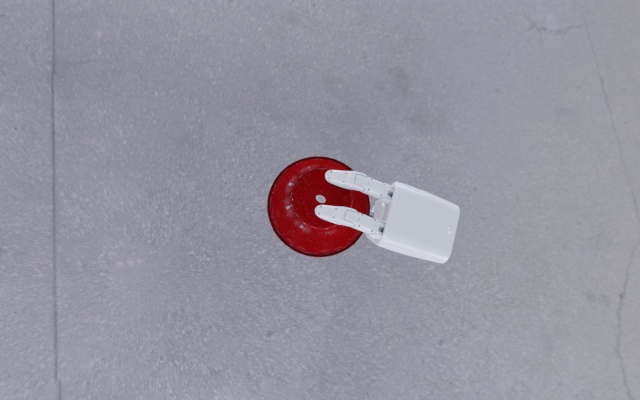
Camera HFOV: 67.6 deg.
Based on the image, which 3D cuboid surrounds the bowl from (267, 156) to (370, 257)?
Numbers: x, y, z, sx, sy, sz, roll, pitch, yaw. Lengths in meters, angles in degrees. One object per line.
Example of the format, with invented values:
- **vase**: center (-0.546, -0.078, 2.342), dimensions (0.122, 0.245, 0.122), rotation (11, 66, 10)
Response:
- **bowl**: center (-0.001, 0.002, 0.719), dimensions (0.162, 0.162, 0.055), rotation (0, -13, -5)
